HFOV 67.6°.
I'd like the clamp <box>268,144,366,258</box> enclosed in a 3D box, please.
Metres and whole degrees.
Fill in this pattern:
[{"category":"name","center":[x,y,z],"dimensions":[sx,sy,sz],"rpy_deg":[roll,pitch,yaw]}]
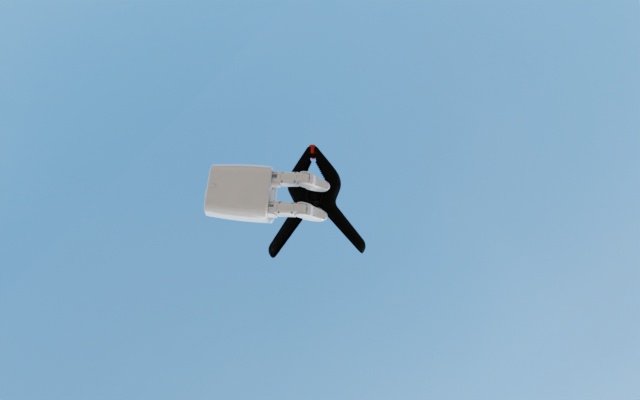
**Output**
[{"category":"clamp","center":[0.000,0.002,0.840],"dimensions":[0.164,0.210,0.036],"rpy_deg":[4,-19,2]}]
